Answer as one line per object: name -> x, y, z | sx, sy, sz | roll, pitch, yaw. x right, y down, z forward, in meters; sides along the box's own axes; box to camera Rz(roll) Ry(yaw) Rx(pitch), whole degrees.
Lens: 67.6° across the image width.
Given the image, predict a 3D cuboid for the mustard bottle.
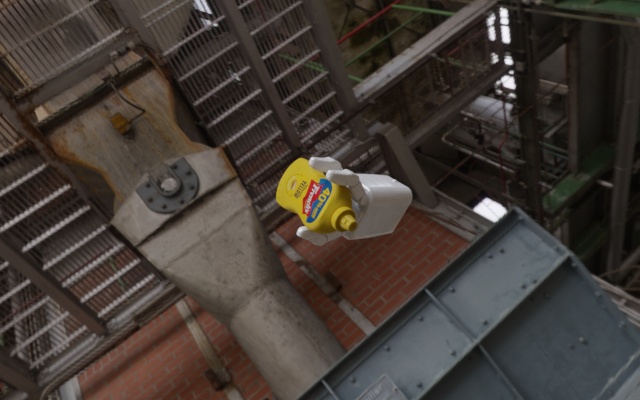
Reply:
mustard bottle -> 0.000, 0.003, 0.815 | 0.058, 0.096, 0.191 | 26, 7, -42
